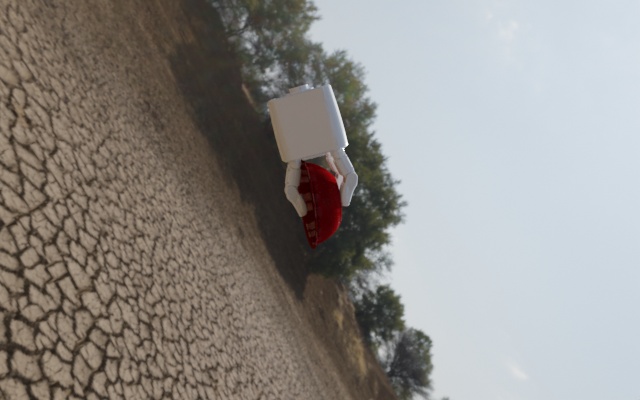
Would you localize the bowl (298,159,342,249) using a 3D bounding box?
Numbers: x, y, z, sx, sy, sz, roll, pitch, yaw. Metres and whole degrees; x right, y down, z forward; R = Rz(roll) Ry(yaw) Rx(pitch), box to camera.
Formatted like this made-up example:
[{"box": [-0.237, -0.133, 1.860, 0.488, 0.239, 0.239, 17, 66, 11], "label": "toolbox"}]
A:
[{"box": [0.001, 0.004, 0.845, 0.055, 0.162, 0.162, -7, 1, -10], "label": "bowl"}]
